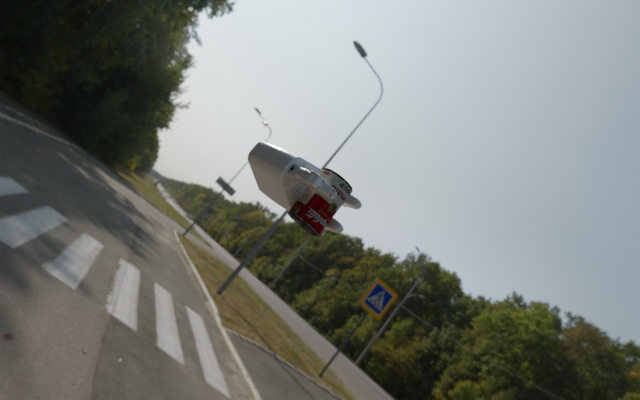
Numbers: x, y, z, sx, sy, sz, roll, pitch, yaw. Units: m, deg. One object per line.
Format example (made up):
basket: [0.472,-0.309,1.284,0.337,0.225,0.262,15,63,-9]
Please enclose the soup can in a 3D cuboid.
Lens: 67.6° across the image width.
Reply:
soup can: [0.001,0.003,0.829,0.068,0.102,0.068,36,-12,9]
